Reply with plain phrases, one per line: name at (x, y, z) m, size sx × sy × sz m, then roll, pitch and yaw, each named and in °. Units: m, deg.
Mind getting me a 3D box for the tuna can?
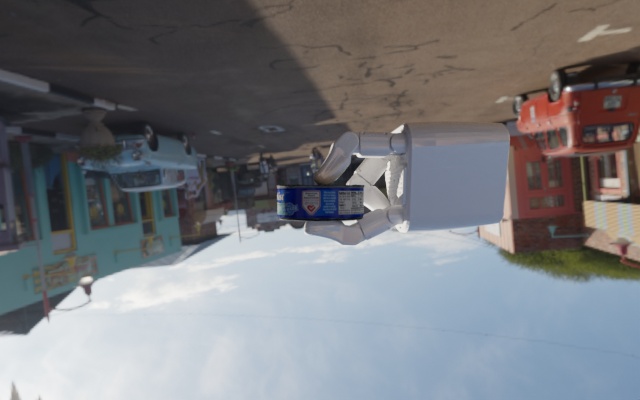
tuna can at (0.000, 0.002, 0.466) m, size 0.086 × 0.034 × 0.086 m, roll 0°, pitch 1°, yaw 0°
